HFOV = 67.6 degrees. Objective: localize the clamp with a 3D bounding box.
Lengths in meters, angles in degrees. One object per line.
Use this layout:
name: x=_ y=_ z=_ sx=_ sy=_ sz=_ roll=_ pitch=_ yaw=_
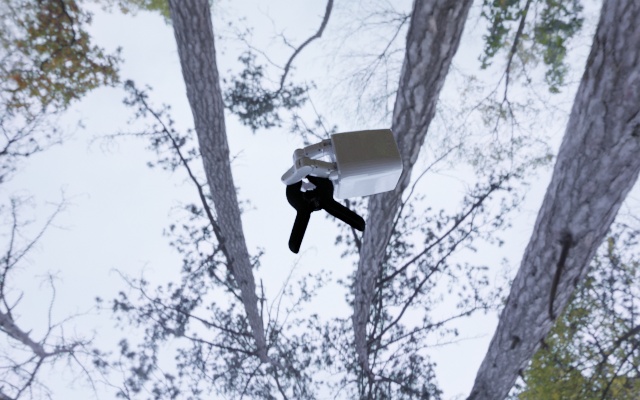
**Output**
clamp: x=0.000 y=0.003 z=0.756 sx=0.120 sy=0.171 sz=0.039 roll=-8 pitch=-38 yaw=-4
